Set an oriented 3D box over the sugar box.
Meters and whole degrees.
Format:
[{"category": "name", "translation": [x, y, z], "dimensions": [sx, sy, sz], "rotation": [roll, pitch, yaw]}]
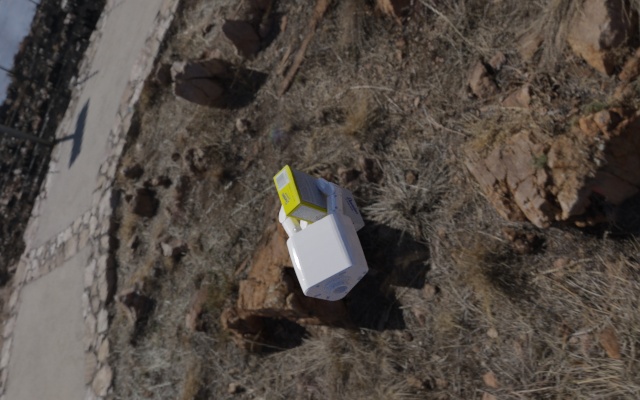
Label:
[{"category": "sugar box", "translation": [0.000, 0.003, 0.889], "dimensions": [0.048, 0.093, 0.176], "rotation": [-40, -40, 25]}]
